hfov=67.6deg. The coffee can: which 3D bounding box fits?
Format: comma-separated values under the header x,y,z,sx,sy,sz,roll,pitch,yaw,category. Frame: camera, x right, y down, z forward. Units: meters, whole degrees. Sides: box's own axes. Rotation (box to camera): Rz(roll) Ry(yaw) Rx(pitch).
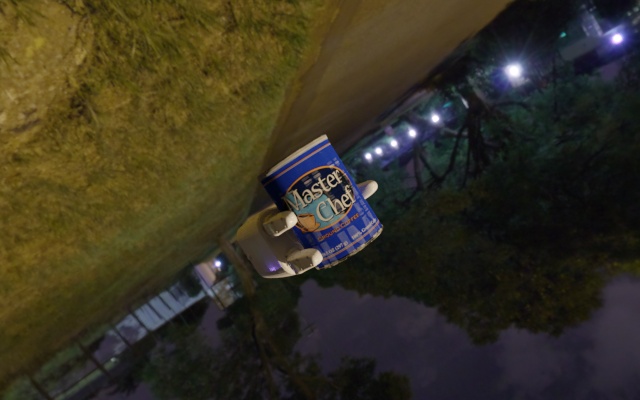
x,y,z,sx,sy,sz,roll,pitch,yaw,category
0.000,0.002,0.609,0.103,0.140,0.103,-32,4,3,coffee can
